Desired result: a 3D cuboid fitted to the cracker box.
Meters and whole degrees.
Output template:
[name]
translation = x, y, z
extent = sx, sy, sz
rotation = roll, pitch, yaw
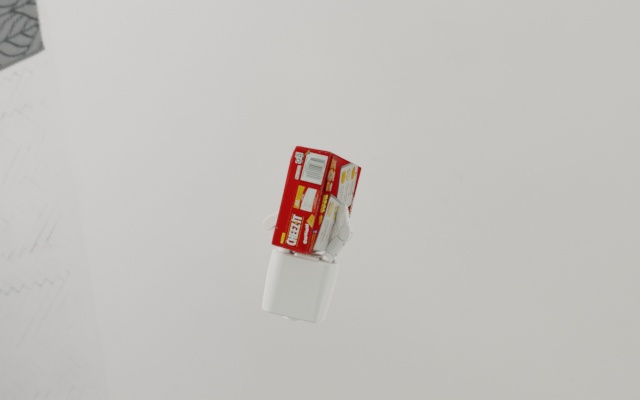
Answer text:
[cracker box]
translation = 0.000, 0.003, 0.834
extent = 0.072, 0.164, 0.214
rotation = 14, 2, 17
